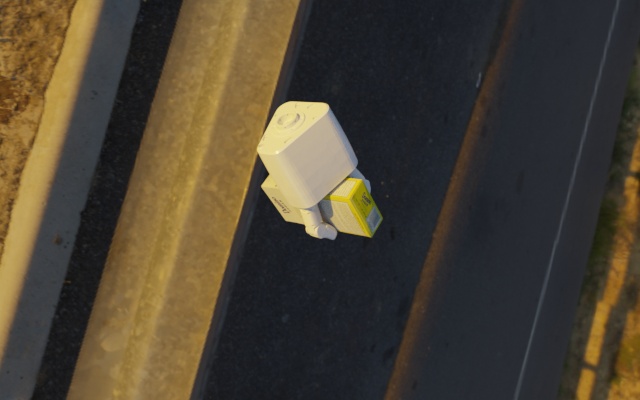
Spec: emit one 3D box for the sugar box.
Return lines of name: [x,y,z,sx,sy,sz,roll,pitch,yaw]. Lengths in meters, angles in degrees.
sugar box: [0.000,0.002,0.741,0.176,0.048,0.093,12,-33,39]
